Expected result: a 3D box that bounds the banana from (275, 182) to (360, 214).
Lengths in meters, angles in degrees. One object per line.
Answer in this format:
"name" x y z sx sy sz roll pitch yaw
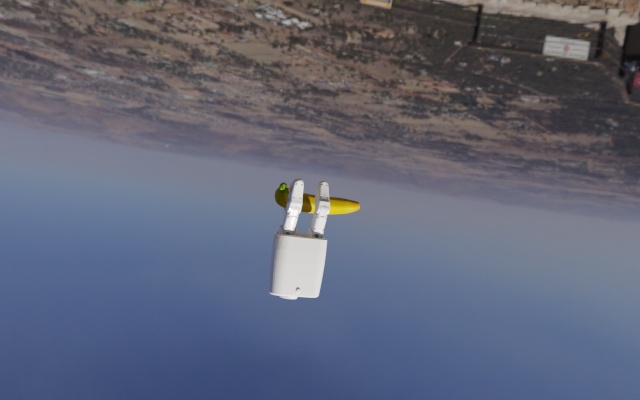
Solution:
"banana" -0.015 0.004 0.891 0.198 0.037 0.069 12 -12 -41
